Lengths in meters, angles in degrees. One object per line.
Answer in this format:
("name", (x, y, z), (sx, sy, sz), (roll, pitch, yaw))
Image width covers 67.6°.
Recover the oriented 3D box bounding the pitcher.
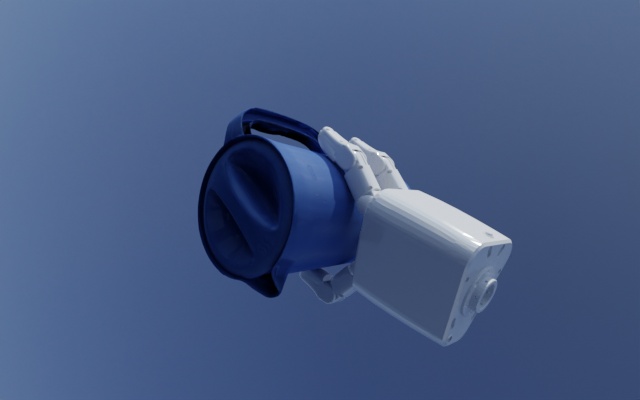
("pitcher", (0.000, 0.002, 0.520), (0.145, 0.149, 0.243), (31, 17, 37))
